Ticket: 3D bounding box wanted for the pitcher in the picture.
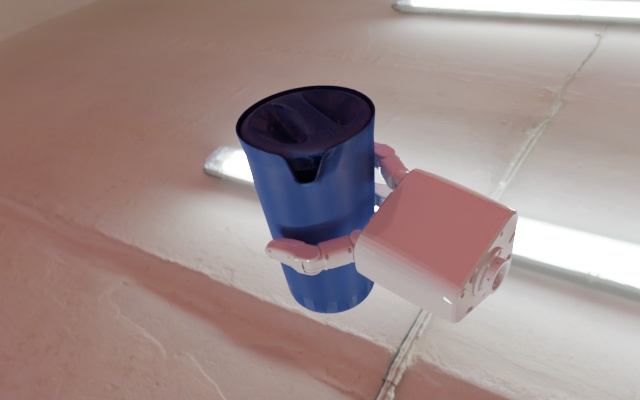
[{"bbox_3d":[0.000,0.002,0.530,0.145,0.243,0.149,26,50,36],"label":"pitcher"}]
